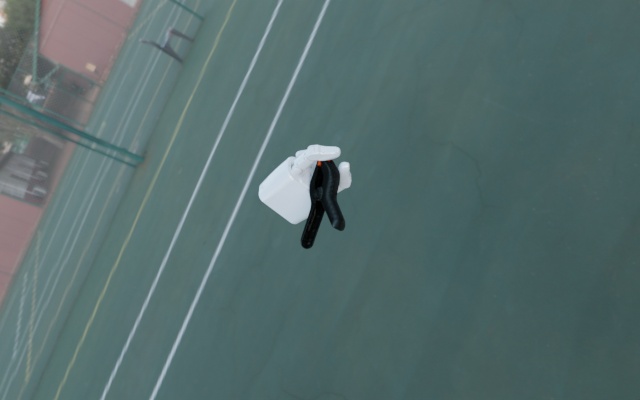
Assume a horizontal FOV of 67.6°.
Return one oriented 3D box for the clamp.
[{"bbox_3d":[0.000,0.002,0.862,0.039,0.171,0.120,25,-42,-31],"label":"clamp"}]
